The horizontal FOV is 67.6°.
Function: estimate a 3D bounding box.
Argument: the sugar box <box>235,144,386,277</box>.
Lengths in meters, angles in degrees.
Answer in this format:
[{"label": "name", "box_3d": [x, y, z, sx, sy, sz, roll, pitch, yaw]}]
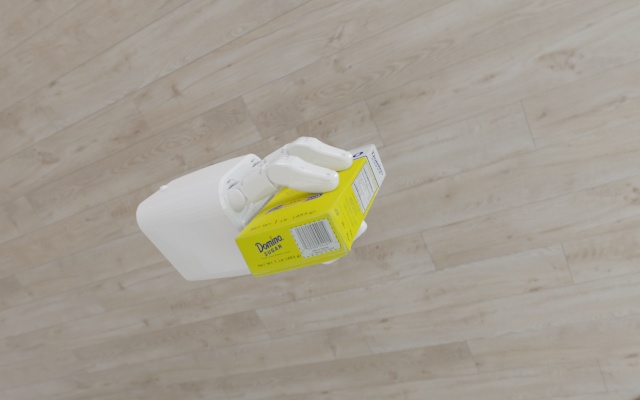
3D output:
[{"label": "sugar box", "box_3d": [0.000, 0.001, 0.455, 0.093, 0.048, 0.176, -16, 20, 23]}]
